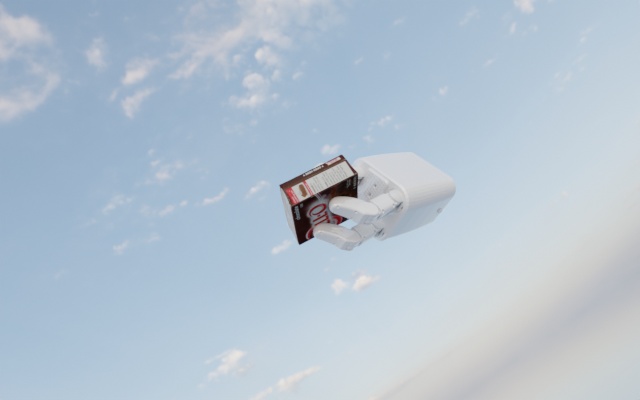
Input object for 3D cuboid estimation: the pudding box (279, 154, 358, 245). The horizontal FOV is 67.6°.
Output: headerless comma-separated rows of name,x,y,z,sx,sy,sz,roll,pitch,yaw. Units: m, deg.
pudding box,0.000,0.002,0.599,0.090,0.039,0.114,-28,-29,-11
